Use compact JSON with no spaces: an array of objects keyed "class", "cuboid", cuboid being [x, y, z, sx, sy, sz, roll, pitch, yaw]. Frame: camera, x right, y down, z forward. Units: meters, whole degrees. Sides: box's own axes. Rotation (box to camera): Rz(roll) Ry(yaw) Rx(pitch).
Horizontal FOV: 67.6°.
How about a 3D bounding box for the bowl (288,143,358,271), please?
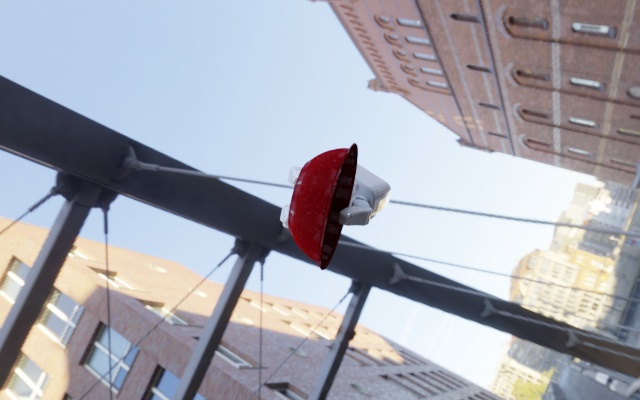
[{"class":"bowl","cuboid":[-0.001,0.002,0.592,0.055,0.162,0.162,15,2,10]}]
